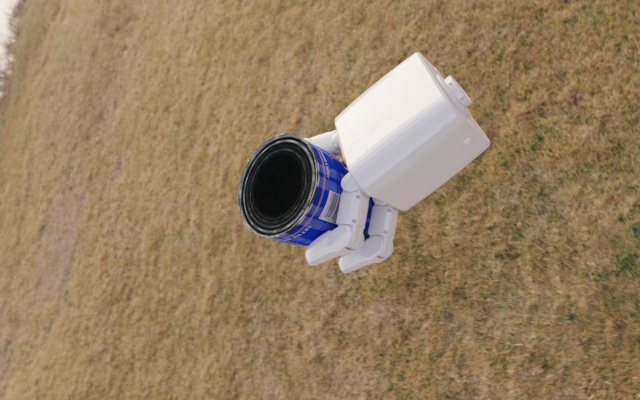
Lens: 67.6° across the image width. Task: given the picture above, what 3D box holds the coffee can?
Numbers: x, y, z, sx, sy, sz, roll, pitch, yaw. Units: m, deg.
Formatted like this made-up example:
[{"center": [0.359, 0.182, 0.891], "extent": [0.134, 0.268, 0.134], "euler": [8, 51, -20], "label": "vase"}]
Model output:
[{"center": [0.000, 0.002, 0.500], "extent": [0.103, 0.102, 0.140], "euler": [0, -13, 39], "label": "coffee can"}]
